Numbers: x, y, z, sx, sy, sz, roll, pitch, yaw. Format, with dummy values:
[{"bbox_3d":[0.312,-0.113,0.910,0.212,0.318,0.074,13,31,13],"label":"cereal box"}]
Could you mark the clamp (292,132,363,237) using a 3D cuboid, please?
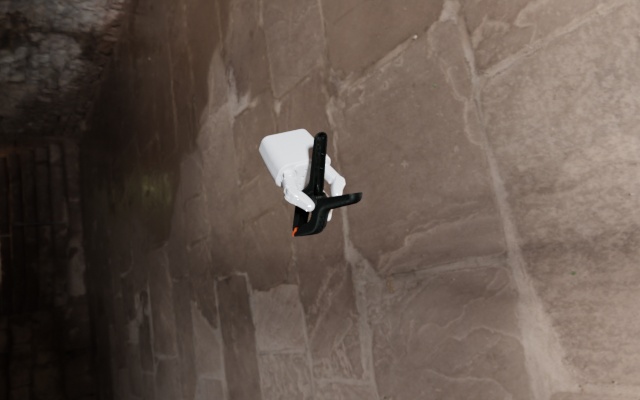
[{"bbox_3d":[-0.001,0.003,0.883,0.036,0.210,0.164,-1,42,-33],"label":"clamp"}]
